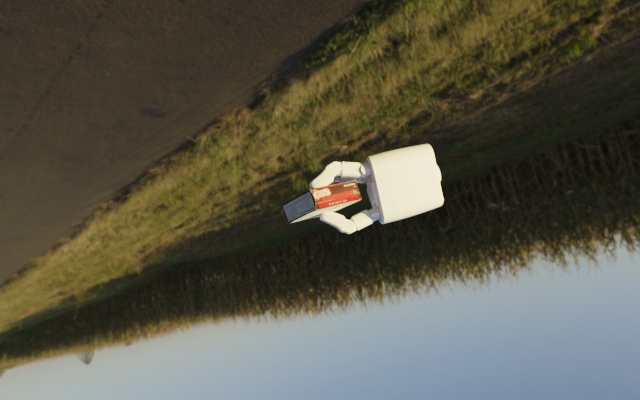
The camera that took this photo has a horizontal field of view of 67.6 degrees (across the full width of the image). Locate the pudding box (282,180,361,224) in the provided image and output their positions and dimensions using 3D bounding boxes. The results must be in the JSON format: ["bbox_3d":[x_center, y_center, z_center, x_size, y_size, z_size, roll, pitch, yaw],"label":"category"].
[{"bbox_3d":[0.000,0.003,0.792,0.090,0.039,0.113,-12,-9,-31],"label":"pudding box"}]
